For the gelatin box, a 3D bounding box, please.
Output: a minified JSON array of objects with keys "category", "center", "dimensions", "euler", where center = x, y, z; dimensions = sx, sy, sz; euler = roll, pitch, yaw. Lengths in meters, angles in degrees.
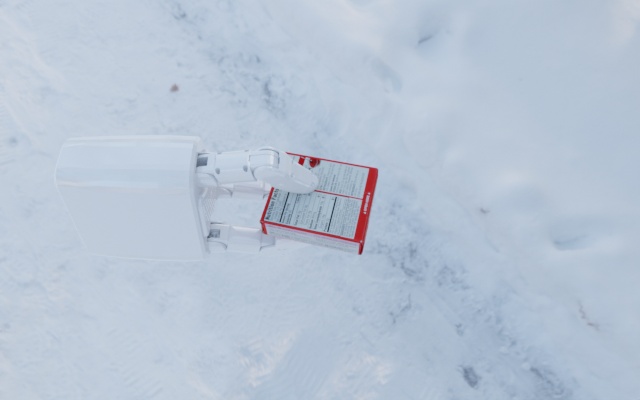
[{"category":"gelatin box","center":[0.000,0.001,0.413],"dimensions":[0.089,0.073,0.030],"euler":[11,-28,8]}]
